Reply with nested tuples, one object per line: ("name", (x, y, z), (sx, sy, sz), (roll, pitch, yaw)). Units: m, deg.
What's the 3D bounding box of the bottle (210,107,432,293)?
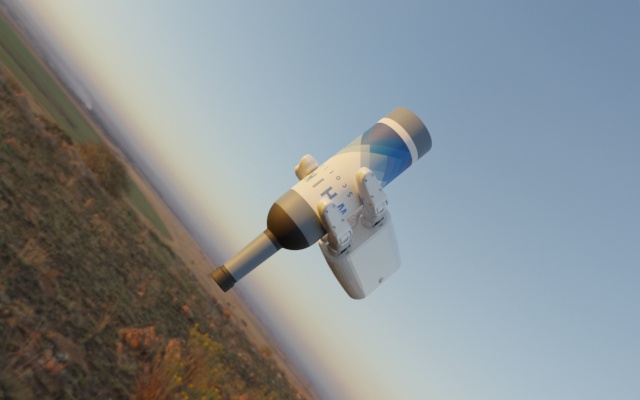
("bottle", (0.000, 0.002, 0.554), (0.295, 0.069, 0.069), (-38, 9, -12))
